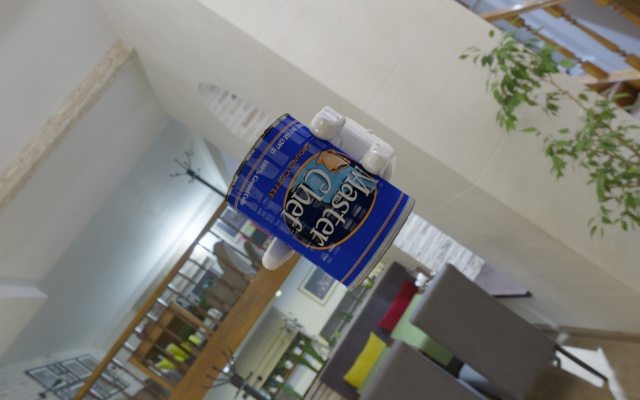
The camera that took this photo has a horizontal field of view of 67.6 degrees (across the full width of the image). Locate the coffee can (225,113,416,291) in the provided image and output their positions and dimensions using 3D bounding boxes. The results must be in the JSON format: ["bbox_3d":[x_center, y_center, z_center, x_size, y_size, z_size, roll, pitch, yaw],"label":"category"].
[{"bbox_3d":[0.000,0.002,0.439,0.140,0.103,0.103,35,2,3],"label":"coffee can"}]
